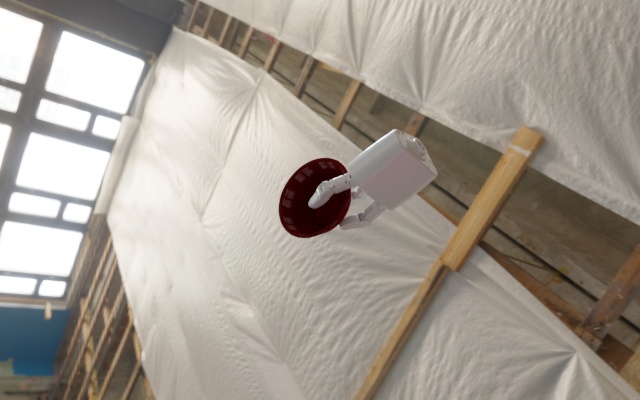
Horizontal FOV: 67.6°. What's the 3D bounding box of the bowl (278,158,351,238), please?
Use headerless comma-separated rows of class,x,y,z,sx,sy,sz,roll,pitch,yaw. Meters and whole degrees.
bowl,-0.001,0.003,0.896,0.162,0.162,0.055,0,-23,36
